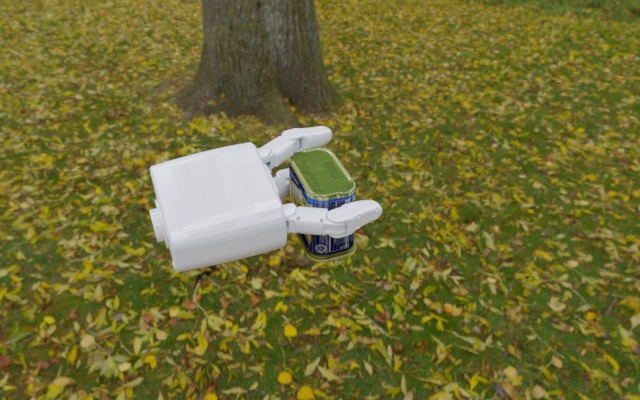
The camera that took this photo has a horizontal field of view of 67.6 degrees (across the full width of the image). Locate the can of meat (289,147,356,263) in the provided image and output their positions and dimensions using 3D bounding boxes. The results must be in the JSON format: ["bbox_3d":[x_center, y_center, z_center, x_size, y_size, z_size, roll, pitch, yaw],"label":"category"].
[{"bbox_3d":[0.000,0.001,0.520,0.057,0.084,0.102,-12,37,-16],"label":"can of meat"}]
